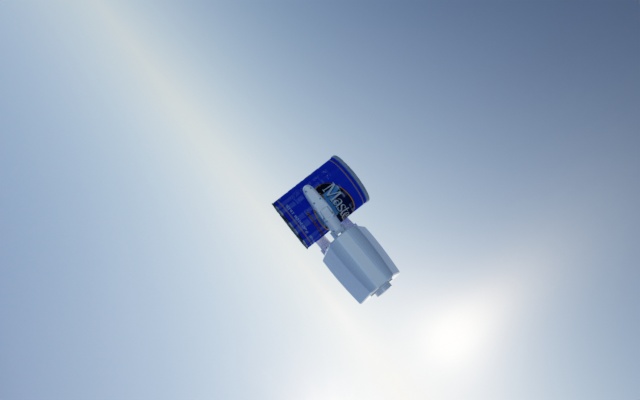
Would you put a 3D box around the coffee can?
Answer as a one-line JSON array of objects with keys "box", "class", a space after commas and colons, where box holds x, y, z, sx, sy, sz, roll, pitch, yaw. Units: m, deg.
[{"box": [0.000, 0.002, 0.837, 0.140, 0.103, 0.103, -38, 5, -6], "class": "coffee can"}]
